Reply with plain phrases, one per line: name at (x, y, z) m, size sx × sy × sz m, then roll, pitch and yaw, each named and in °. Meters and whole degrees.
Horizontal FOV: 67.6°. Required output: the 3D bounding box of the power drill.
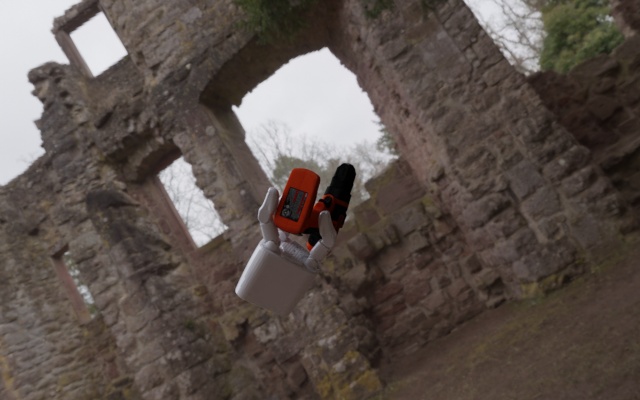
power drill at (0.000, 0.003, 0.841) m, size 0.057 × 0.184 × 0.188 m, roll 16°, pitch -5°, yaw 25°
